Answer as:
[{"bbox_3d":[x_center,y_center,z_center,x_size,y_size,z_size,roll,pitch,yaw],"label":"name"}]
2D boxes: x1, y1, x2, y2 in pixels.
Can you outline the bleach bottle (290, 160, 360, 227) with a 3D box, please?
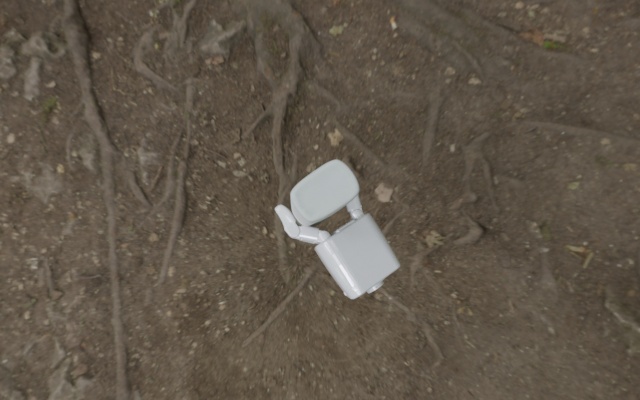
[{"bbox_3d":[0.000,0.003,0.810,0.102,0.068,0.251,-34,-5,-6],"label":"bleach bottle"}]
